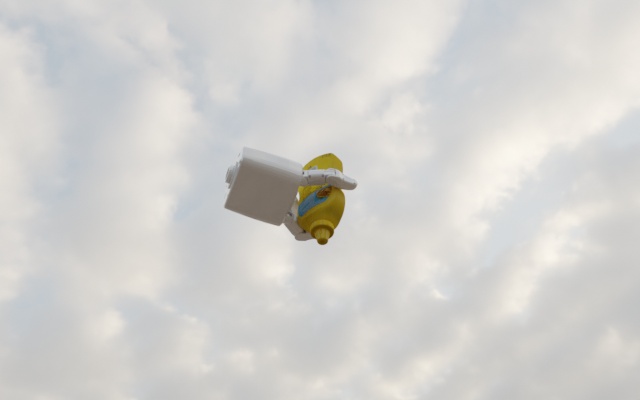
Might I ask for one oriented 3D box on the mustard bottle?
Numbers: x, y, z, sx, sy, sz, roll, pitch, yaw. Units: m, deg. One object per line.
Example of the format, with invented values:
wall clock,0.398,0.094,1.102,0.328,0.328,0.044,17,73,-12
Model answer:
mustard bottle,0.000,0.003,0.852,0.096,0.191,0.058,-33,-54,25
